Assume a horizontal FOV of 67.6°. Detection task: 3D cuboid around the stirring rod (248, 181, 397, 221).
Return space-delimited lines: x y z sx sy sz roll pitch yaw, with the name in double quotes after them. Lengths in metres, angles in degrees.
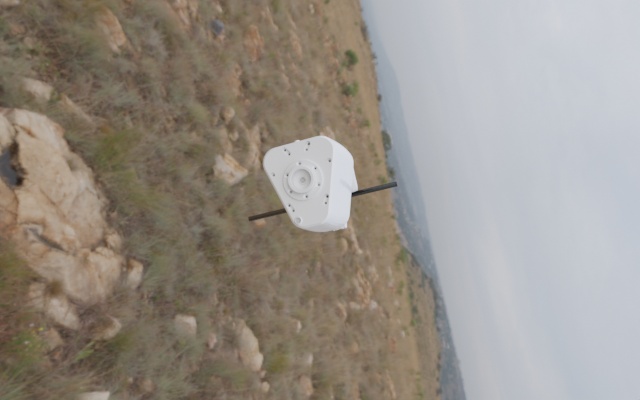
0.000 0.002 0.740 0.239 0.011 0.011 -13 -3 12 "stirring rod"
